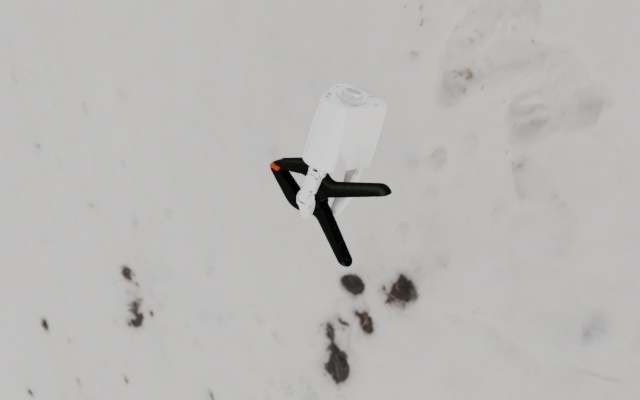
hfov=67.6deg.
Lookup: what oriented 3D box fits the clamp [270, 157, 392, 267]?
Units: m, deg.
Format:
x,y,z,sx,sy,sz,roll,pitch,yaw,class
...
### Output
x,y,z,sx,sy,sz,roll,pitch,yaw,class
-0.001,0.002,0.781,0.210,0.165,0.036,30,30,22,clamp
